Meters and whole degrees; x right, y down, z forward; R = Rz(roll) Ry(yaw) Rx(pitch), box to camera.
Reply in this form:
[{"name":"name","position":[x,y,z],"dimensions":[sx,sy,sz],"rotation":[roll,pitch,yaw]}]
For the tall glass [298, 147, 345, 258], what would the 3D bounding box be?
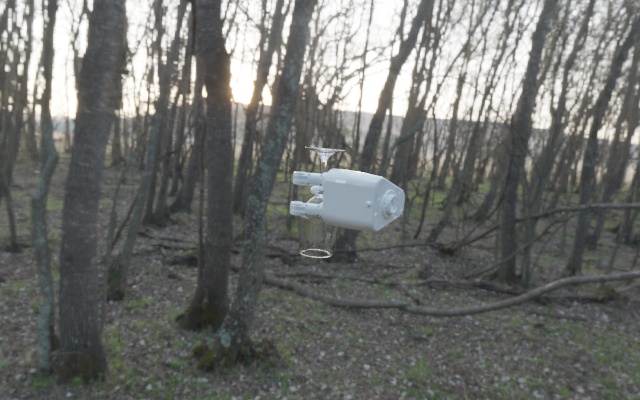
[{"name":"tall glass","position":[0.000,0.002,0.896],"dimensions":[0.079,0.201,0.079],"rotation":[5,6,-1]}]
